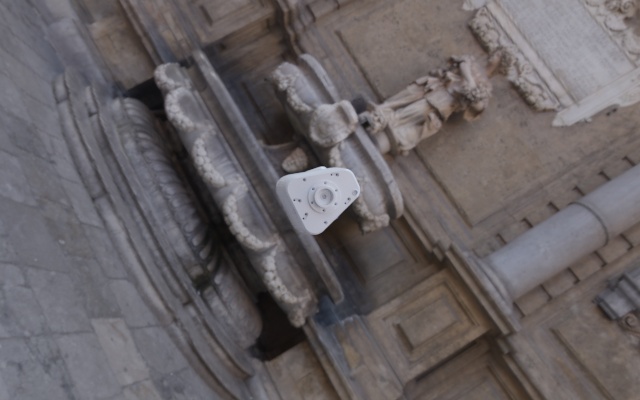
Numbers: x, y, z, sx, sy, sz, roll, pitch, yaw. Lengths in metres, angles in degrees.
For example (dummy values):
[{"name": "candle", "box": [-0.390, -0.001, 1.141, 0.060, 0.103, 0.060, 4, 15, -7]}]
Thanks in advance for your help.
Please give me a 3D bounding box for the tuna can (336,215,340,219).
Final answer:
[{"name": "tuna can", "box": [0.001, 0.003, 0.890, 0.034, 0.086, 0.086, -31, 7, -12]}]
